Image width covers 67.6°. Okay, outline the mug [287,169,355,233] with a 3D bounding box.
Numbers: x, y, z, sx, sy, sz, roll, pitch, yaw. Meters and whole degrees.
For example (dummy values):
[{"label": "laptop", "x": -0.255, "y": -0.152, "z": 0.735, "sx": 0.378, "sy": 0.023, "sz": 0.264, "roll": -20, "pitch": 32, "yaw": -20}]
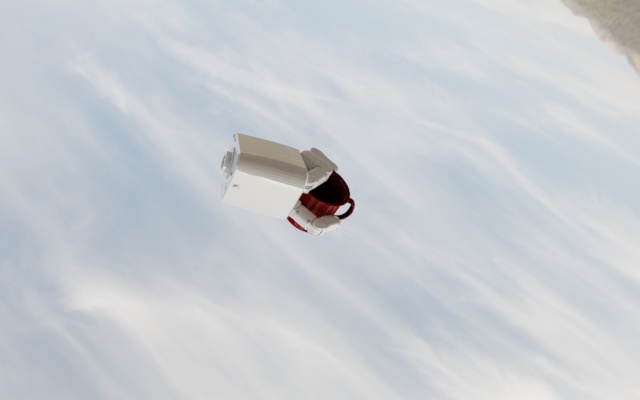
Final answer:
[{"label": "mug", "x": 0.001, "y": 0.003, "z": 0.793, "sx": 0.117, "sy": 0.093, "sz": 0.081, "roll": 17, "pitch": -48, "yaw": -21}]
